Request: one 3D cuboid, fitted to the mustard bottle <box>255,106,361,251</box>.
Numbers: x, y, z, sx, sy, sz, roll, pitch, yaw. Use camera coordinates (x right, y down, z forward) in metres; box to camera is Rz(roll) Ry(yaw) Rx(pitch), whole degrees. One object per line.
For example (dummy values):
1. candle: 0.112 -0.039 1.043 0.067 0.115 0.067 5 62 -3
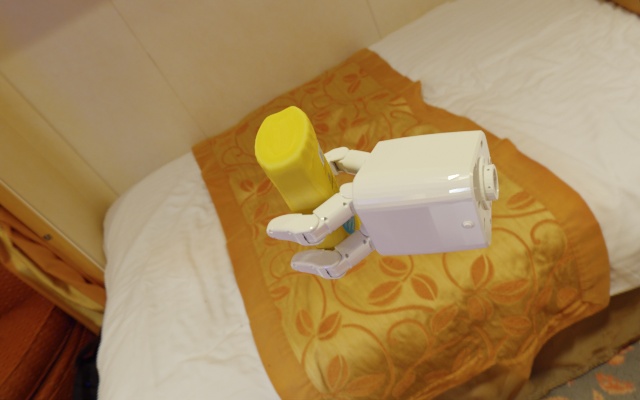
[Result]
1. mustard bottle: 0.000 0.002 0.503 0.058 0.192 0.096 -23 39 10
